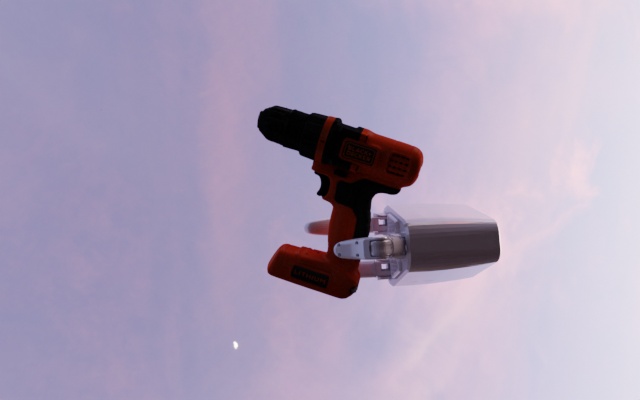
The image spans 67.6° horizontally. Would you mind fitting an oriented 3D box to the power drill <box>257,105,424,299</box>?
[{"bbox_3d":[0.000,0.002,0.530,0.184,0.188,0.057,19,15,7],"label":"power drill"}]
